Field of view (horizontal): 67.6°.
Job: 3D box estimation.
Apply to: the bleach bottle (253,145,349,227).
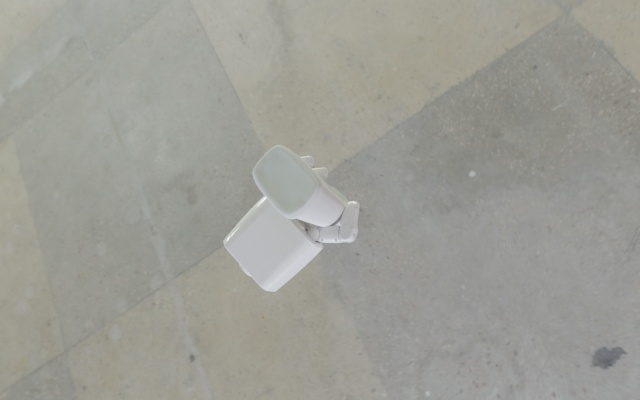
[{"bbox_3d":[0.000,0.002,0.711,0.102,0.068,0.251,47,7,26],"label":"bleach bottle"}]
